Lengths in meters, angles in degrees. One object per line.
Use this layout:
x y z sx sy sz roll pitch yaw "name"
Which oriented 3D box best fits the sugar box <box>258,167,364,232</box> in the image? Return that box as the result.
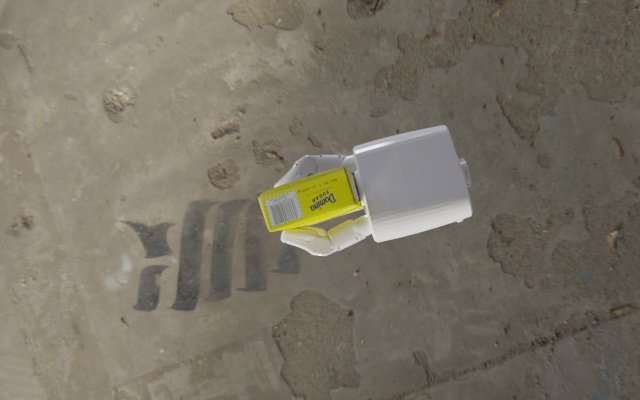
0.000 0.002 0.549 0.093 0.048 0.176 -17 -6 9 "sugar box"
